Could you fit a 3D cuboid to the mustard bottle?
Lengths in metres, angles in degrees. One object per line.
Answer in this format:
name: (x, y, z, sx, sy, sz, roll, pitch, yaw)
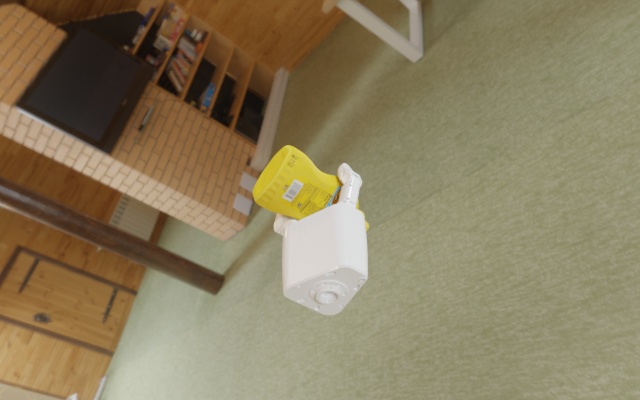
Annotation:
mustard bottle: (0.000, 0.002, 0.726, 0.192, 0.096, 0.058, 31, 13, -28)
